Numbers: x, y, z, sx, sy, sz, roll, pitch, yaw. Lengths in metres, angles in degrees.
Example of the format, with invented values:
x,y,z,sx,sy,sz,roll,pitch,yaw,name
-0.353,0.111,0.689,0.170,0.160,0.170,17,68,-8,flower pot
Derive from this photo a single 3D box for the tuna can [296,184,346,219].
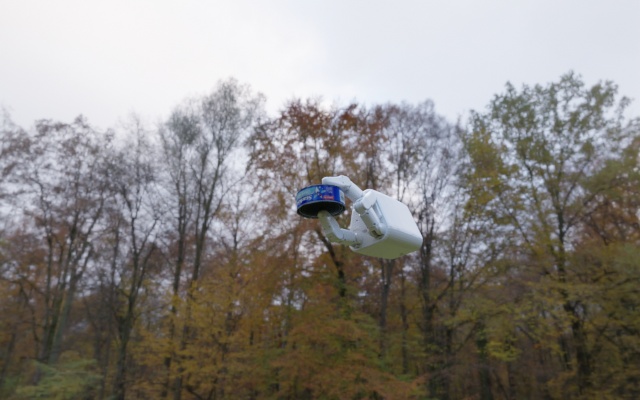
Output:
x,y,z,sx,sy,sz,roll,pitch,yaw,name
0.000,0.002,0.837,0.086,0.033,0.086,-4,-22,-1,tuna can
